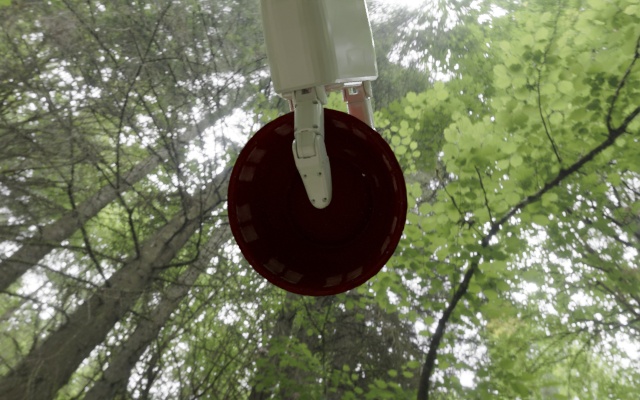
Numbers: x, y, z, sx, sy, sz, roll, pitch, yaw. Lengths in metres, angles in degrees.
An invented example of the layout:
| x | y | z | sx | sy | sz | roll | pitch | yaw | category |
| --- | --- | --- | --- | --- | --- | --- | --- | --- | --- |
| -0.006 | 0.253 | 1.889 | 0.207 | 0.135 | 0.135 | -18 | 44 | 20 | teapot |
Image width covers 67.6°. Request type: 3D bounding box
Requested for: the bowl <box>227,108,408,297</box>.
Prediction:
| x | y | z | sx | sy | sz | roll | pitch | yaw | category |
| --- | --- | --- | --- | --- | --- | --- | --- | --- | --- |
| 0.000 | 0.003 | 0.431 | 0.162 | 0.162 | 0.055 | 0 | 1 | 17 | bowl |
